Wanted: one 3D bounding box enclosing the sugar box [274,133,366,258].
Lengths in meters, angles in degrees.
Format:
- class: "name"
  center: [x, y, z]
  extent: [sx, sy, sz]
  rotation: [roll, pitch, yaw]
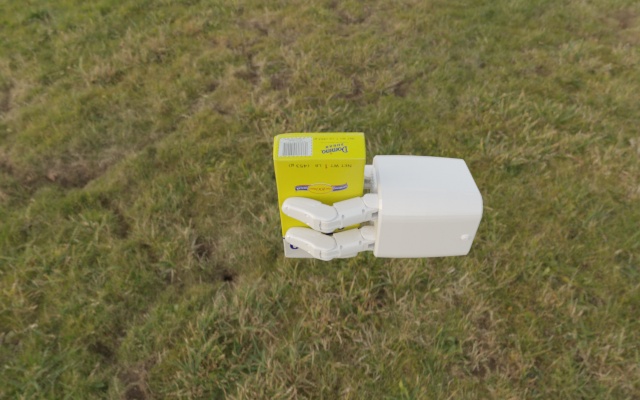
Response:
- class: "sugar box"
  center: [0.000, 0.002, 0.541]
  extent: [0.093, 0.048, 0.176]
  rotation: [0, -42, 2]
